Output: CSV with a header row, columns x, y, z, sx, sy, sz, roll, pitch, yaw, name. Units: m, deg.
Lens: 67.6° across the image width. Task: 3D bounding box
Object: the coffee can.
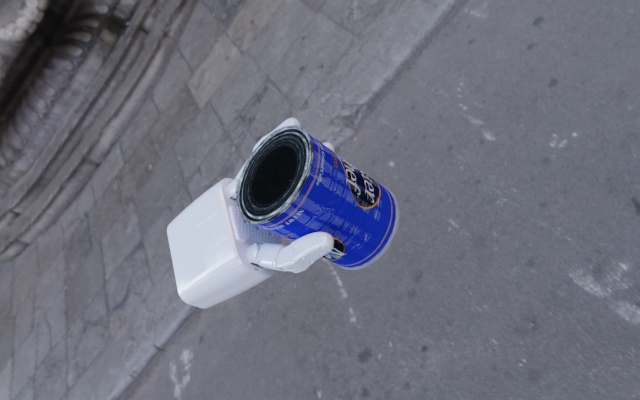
x,y,z,sx,sy,sz,roll,pitch,yaw,name
0.000,0.002,0.492,0.103,0.102,0.140,0,-23,46,coffee can
